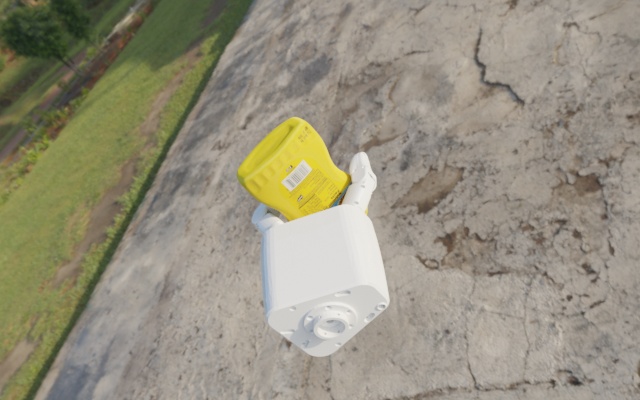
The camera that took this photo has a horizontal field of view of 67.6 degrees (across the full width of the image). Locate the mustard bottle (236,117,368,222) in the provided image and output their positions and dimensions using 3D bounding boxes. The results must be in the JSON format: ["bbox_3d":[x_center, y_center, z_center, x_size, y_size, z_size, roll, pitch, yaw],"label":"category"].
[{"bbox_3d":[0.000,0.001,0.552,0.192,0.096,0.058,46,-4,-33],"label":"mustard bottle"}]
